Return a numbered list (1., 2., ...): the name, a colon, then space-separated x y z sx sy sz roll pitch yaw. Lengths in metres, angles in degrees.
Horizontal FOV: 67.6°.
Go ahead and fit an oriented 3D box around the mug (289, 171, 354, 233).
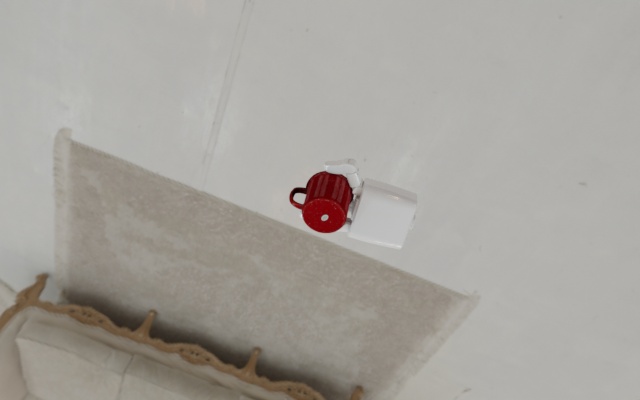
1. mug: -0.001 0.003 0.873 0.117 0.093 0.081 14 37 1
